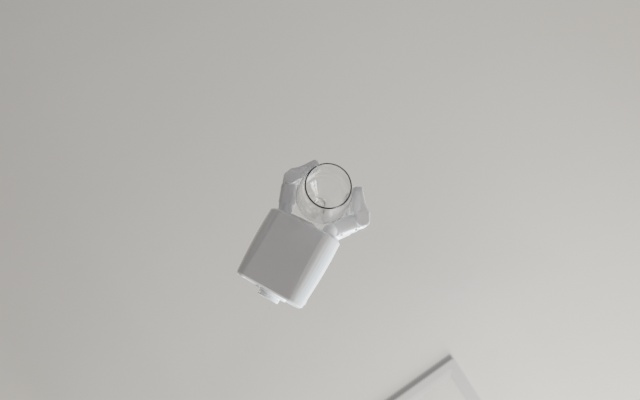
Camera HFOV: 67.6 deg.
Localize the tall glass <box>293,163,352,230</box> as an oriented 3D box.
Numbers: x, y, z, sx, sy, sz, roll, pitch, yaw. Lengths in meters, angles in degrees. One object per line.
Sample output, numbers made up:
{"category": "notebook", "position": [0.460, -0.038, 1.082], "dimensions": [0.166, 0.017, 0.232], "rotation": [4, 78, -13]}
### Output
{"category": "tall glass", "position": [0.000, 0.002, 0.709], "dimensions": [0.079, 0.079, 0.201], "rotation": [0, -13, -6]}
